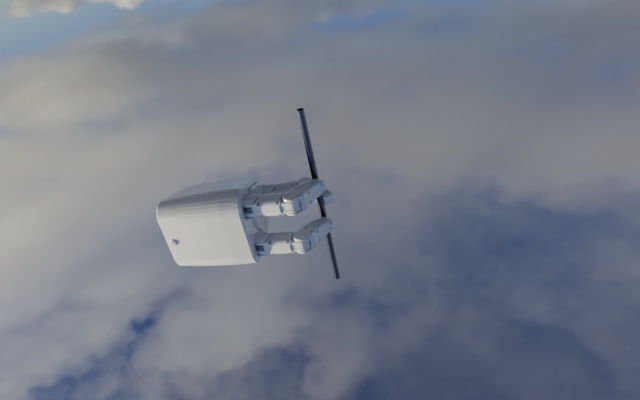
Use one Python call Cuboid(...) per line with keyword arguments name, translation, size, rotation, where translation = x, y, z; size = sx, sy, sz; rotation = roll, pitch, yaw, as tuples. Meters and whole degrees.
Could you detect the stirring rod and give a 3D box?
Cuboid(name="stirring rod", translation=(0.000, 0.002, 0.582), size=(0.011, 0.240, 0.011), rotation=(-9, 31, 5))
